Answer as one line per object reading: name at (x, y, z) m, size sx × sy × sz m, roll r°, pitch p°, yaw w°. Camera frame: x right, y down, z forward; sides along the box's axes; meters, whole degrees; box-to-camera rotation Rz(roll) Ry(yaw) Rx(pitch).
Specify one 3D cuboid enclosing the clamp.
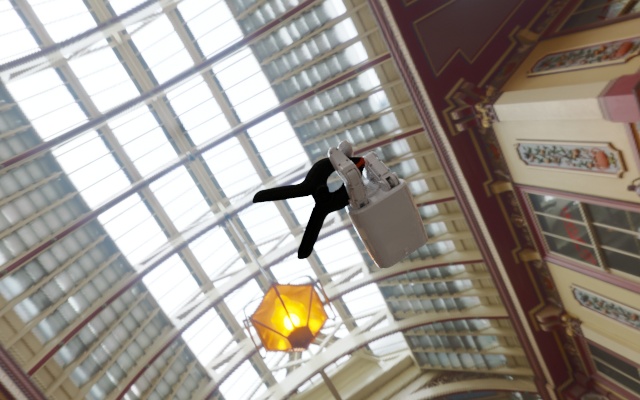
clamp at (0.000, 0.002, 0.692) m, size 0.171 × 0.120 × 0.039 m, roll -31°, pitch 22°, yaw -11°
